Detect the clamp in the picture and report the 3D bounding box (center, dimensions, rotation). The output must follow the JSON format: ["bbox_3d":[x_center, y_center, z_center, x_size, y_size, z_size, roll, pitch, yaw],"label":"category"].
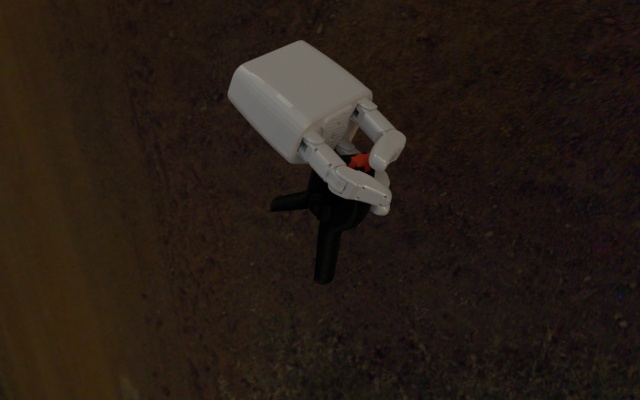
[{"bbox_3d":[0.000,0.002,0.522,0.120,0.172,0.039,45,40,20],"label":"clamp"}]
